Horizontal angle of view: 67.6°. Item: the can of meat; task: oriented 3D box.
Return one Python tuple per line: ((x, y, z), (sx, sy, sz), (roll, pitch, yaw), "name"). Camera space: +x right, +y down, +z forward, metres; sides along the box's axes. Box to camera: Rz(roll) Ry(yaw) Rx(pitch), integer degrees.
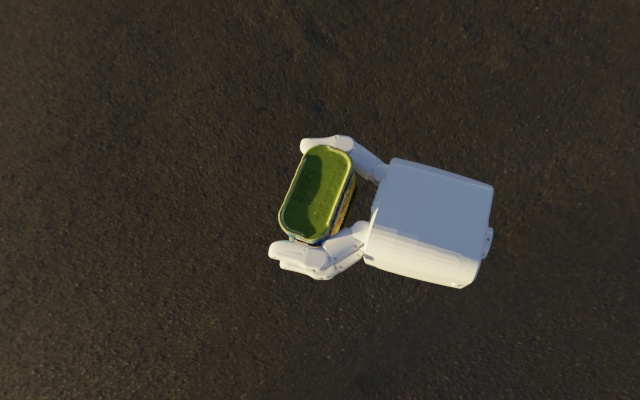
((0.000, 0.001, 0.496), (0.057, 0.102, 0.084), (19, -12, 11), "can of meat")
